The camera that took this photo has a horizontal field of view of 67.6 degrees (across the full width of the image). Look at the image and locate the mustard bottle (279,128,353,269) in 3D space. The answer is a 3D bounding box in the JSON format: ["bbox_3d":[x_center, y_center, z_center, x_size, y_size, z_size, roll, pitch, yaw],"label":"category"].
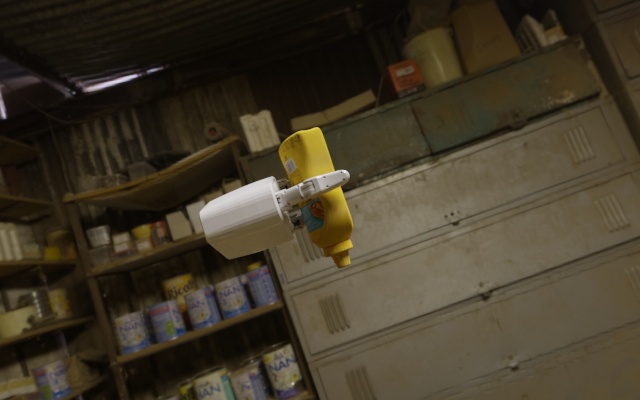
[{"bbox_3d":[0.000,0.002,0.668,0.058,0.191,0.096,-17,-7,-26],"label":"mustard bottle"}]
